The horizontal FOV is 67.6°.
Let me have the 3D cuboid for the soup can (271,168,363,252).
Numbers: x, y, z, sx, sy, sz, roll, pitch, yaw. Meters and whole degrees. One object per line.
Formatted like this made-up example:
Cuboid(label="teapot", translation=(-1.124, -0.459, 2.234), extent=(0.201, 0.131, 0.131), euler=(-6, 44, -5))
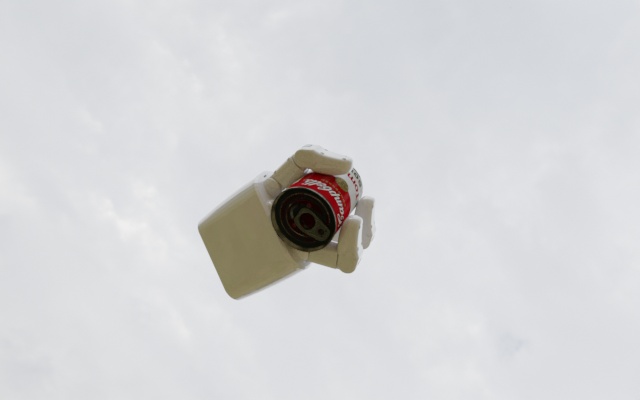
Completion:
Cuboid(label="soup can", translation=(0.000, 0.001, 0.501), extent=(0.068, 0.068, 0.102), euler=(0, 21, 22))
